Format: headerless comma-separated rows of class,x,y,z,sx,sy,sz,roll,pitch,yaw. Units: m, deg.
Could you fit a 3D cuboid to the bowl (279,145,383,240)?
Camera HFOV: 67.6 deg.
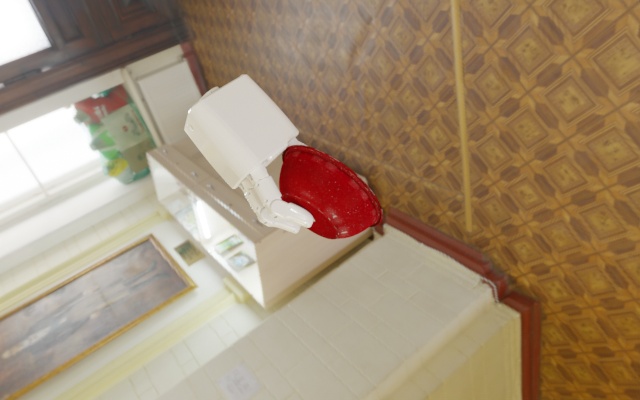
bowl,0.001,0.003,0.631,0.162,0.055,0.162,31,-22,14
